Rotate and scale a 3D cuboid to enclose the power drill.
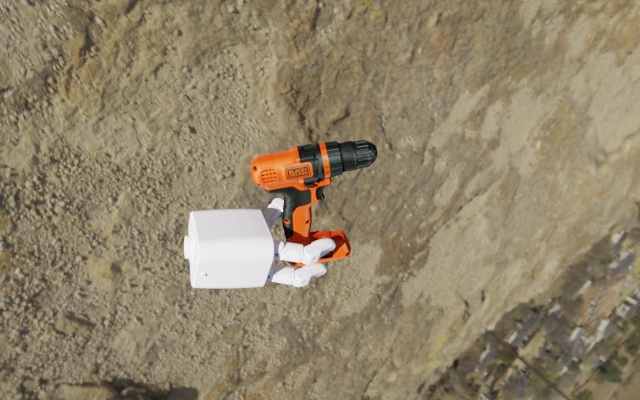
[{"bbox_3d":[0.000,0.003,0.724,0.184,0.188,0.057,-9,27,-1],"label":"power drill"}]
